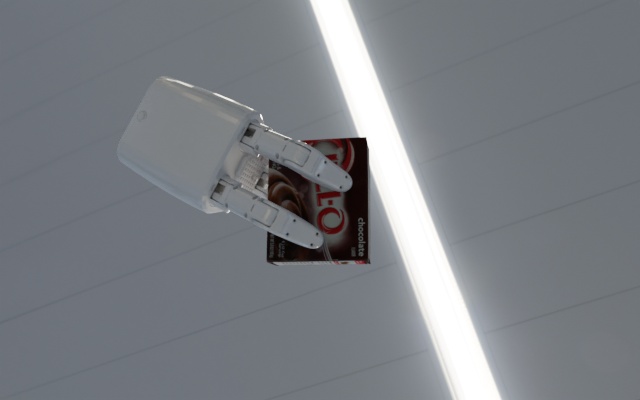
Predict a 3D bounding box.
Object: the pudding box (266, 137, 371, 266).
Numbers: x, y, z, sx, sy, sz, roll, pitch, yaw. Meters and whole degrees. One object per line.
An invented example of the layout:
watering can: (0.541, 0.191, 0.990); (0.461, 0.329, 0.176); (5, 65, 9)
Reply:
pudding box: (0.000, 0.001, 0.431); (0.090, 0.113, 0.039); (-2, -11, 11)
